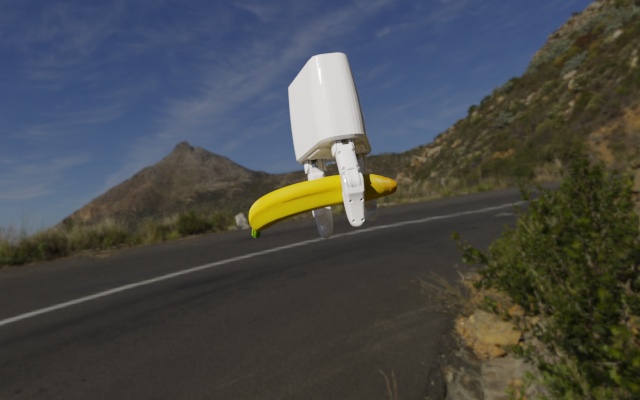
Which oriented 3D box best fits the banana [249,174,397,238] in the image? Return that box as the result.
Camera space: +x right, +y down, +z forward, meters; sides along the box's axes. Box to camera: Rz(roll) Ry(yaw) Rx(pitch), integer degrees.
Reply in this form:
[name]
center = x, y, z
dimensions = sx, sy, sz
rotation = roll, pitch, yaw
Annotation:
[banana]
center = -0.009, -0.001, 0.572
dimensions = 0.198, 0.037, 0.070
rotation = -17, -17, 15
